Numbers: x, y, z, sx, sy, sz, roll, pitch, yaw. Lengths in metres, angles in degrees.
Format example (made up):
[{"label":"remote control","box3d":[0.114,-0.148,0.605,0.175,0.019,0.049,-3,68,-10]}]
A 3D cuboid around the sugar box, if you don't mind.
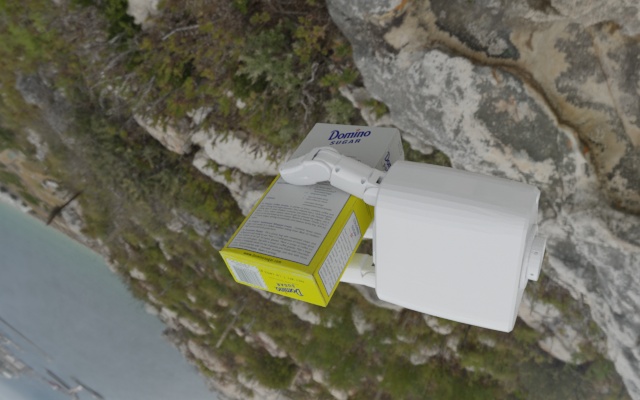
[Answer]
[{"label":"sugar box","box3d":[0.000,0.002,0.420,0.093,0.048,0.176,10,46,30]}]
